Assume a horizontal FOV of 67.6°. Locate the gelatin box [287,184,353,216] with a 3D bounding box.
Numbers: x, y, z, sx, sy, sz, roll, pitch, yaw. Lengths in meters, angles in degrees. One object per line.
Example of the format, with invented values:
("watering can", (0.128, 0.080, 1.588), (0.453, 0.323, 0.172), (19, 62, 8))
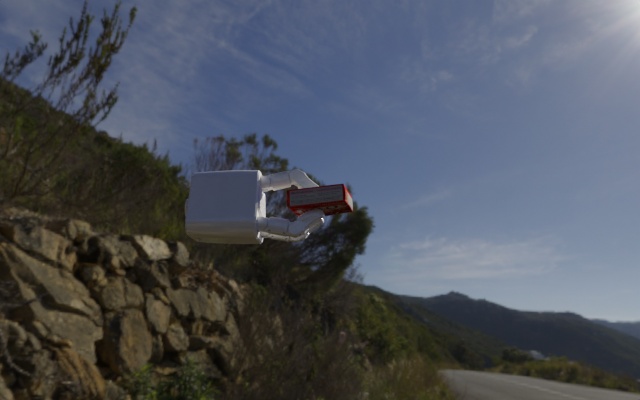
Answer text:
("gelatin box", (0.000, 0.002, 0.729), (0.089, 0.030, 0.073), (-7, -16, 11))
